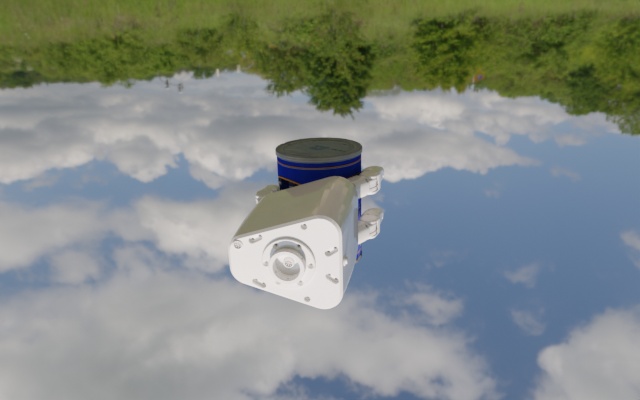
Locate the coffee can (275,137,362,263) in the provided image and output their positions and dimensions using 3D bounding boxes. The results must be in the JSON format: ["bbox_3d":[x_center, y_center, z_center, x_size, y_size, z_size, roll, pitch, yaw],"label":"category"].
[{"bbox_3d":[0.000,0.002,0.586,0.103,0.140,0.102,-2,20,1],"label":"coffee can"}]
